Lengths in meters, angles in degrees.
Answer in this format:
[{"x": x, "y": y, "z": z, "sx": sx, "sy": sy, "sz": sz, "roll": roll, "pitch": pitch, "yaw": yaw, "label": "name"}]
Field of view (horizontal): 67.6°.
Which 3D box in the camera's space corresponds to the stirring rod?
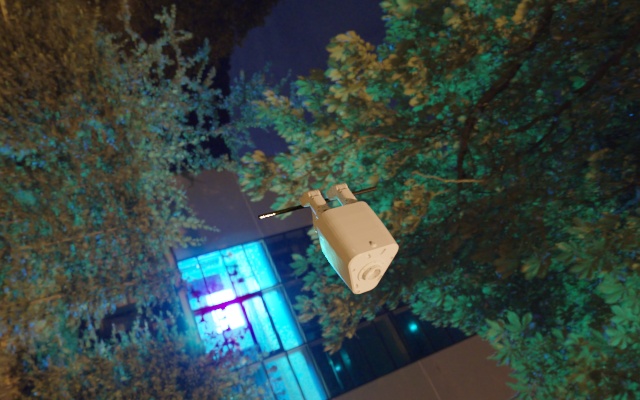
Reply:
[{"x": 0.000, "y": 0.003, "z": 0.873, "sx": 0.239, "sy": 0.011, "sz": 0.011, "roll": -14, "pitch": 6, "yaw": -24, "label": "stirring rod"}]
